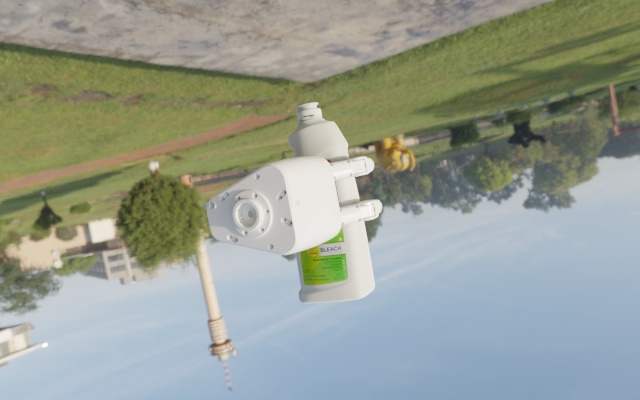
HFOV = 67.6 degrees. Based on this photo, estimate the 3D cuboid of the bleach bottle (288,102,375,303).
[{"bbox_3d":[0.000,0.002,0.621,0.102,0.251,0.068,-10,3,27],"label":"bleach bottle"}]
